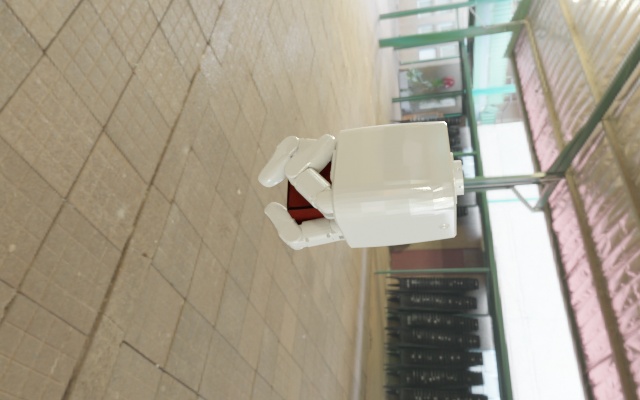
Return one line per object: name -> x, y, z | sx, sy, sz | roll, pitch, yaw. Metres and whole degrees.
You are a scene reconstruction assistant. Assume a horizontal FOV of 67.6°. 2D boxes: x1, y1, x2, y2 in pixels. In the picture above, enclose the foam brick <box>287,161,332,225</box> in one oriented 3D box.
foam brick -> 0.000, 0.002, 0.510 | 0.051, 0.053, 0.078 | -6, -27, 13
